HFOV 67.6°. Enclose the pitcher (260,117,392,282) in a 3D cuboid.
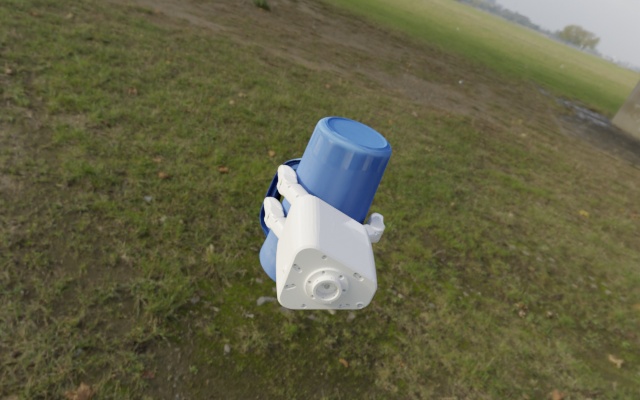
[{"bbox_3d":[0.000,0.002,0.697,0.149,0.243,0.145,17,28,-10],"label":"pitcher"}]
